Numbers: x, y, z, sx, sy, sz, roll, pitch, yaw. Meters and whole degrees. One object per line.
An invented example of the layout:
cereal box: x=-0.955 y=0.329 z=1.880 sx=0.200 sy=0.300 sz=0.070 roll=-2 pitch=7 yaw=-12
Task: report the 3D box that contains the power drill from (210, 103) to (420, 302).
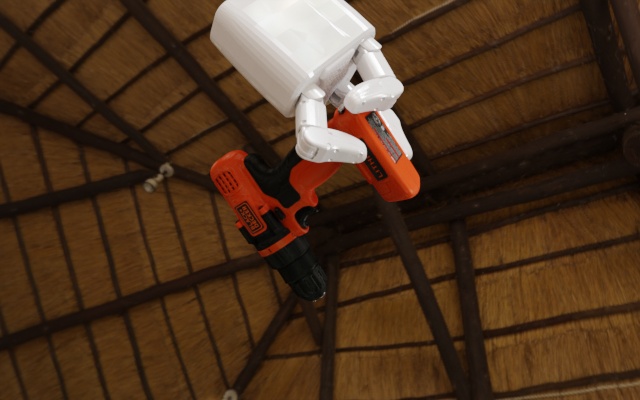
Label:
power drill: x=0.000 y=0.001 z=0.478 sx=0.188 sy=0.184 sz=0.057 roll=-30 pitch=11 yaw=27
